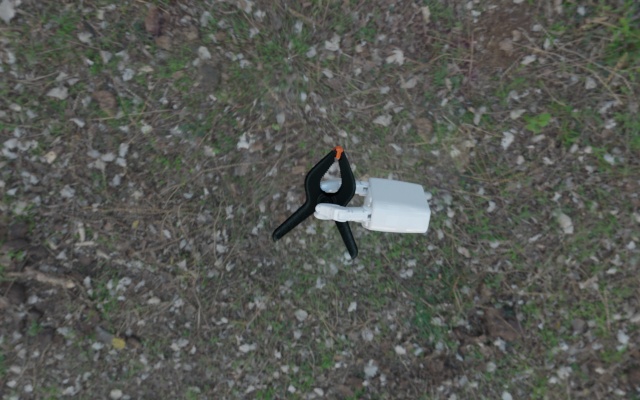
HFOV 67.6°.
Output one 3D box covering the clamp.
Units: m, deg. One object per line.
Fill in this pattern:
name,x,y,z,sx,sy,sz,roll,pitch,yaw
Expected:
clamp,0.000,0.003,0.877,0.164,0.210,0.036,6,16,-3
